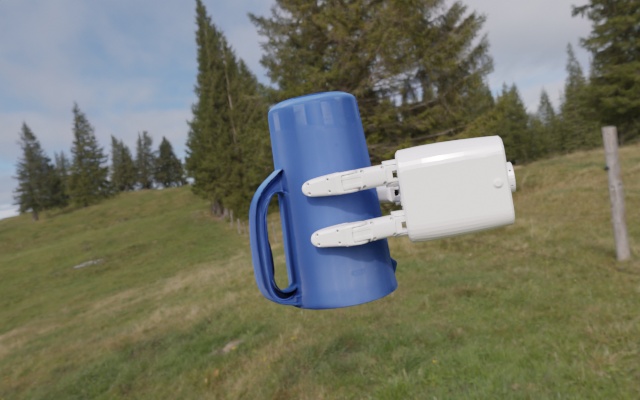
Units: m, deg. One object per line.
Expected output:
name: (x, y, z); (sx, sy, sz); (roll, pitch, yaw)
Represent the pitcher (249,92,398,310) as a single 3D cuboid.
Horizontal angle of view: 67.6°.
pitcher: (0.000, 0.002, 0.570); (0.145, 0.243, 0.149); (-9, 3, 17)
